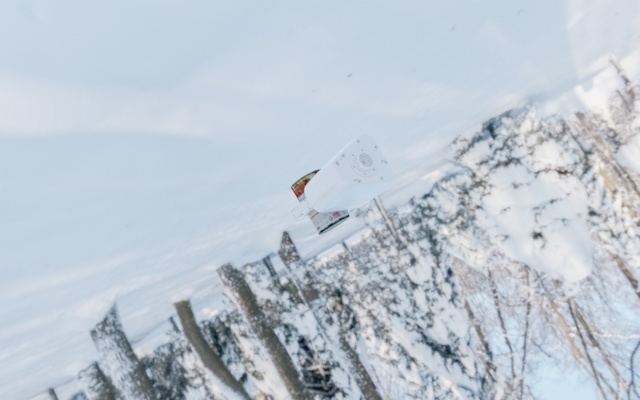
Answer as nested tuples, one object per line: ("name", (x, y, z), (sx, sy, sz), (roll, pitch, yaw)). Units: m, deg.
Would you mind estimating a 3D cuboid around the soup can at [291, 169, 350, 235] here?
("soup can", (0.000, 0.003, 0.867), (0.068, 0.102, 0.068), (-30, -8, -5))
